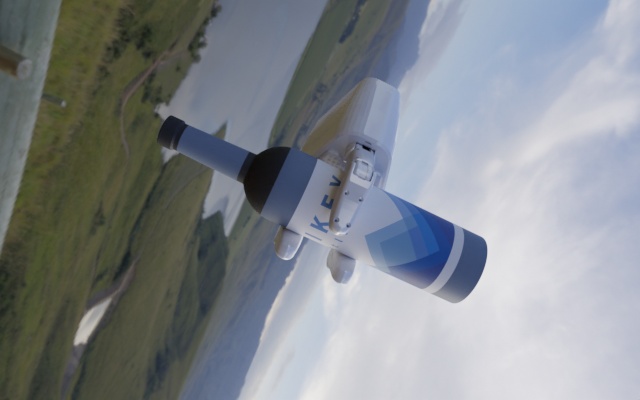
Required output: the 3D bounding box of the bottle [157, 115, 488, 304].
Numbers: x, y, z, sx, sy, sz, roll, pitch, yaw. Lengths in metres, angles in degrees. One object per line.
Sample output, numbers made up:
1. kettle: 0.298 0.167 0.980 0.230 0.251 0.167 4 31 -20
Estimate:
1. bottle: 0.000 0.002 0.420 0.296 0.069 0.069 25 -3 -6
